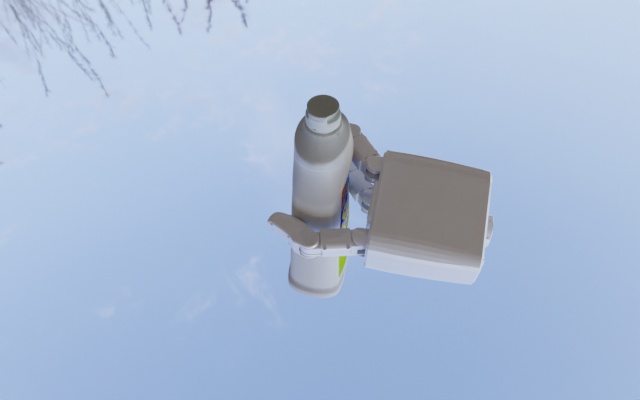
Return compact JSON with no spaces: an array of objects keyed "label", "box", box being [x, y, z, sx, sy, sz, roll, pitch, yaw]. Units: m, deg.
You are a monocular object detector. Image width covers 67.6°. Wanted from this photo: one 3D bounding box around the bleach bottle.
[{"label":"bleach bottle","box":[0.000,0.002,0.497,0.068,0.102,0.251,10,-36,7]}]
